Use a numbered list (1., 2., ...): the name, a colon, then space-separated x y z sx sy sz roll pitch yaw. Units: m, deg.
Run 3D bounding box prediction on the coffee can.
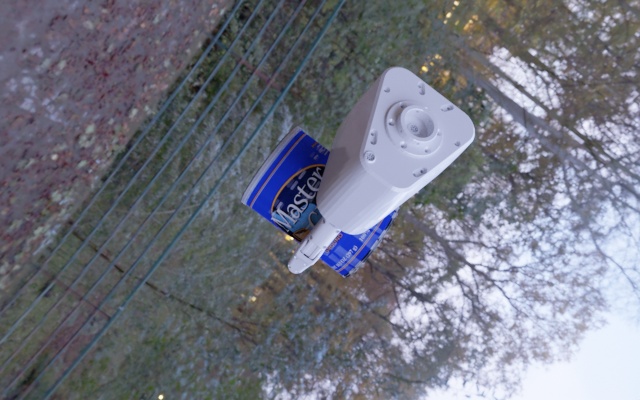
1. coffee can: 0.000 0.002 0.521 0.140 0.103 0.103 37 -2 -2
